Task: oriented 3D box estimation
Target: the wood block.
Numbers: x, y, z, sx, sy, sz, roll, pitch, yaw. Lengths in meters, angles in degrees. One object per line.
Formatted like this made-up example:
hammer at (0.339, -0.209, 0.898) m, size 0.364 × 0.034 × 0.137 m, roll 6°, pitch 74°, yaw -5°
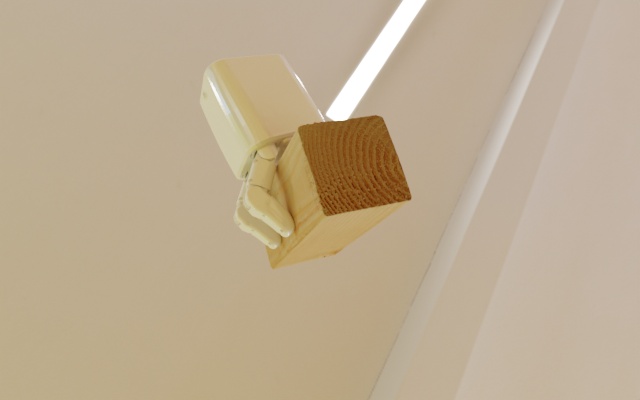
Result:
wood block at (0.000, 0.001, 0.516) m, size 0.091 × 0.090 × 0.206 m, roll -11°, pitch -16°, yaw -22°
